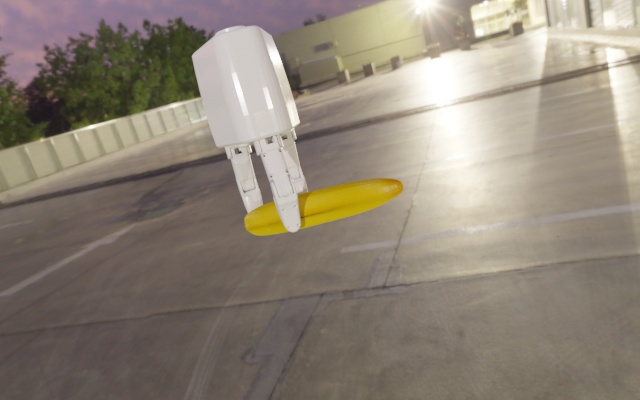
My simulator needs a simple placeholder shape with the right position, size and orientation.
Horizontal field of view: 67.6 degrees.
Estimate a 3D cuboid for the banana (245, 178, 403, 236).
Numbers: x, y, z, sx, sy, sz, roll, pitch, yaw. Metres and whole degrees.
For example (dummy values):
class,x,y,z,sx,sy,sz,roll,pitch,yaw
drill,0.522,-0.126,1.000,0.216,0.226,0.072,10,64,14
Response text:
class,x,y,z,sx,sy,sz,roll,pitch,yaw
banana,-0.007,0.006,0.532,0.198,0.037,0.069,-14,8,15
